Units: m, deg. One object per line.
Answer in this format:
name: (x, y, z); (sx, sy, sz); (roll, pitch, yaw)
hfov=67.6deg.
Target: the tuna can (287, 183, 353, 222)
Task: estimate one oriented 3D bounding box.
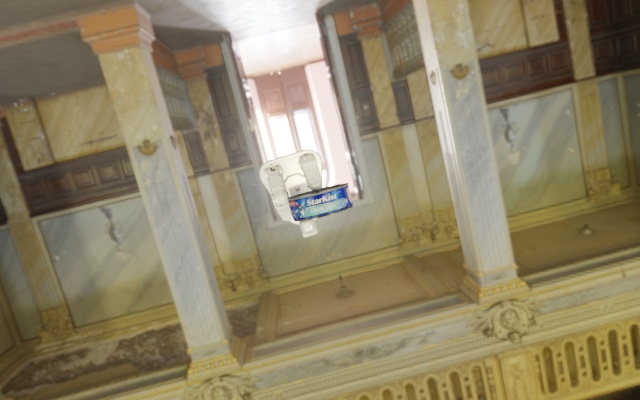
tuna can: (0.000, 0.003, 0.651); (0.086, 0.034, 0.086); (-14, 4, 1)
